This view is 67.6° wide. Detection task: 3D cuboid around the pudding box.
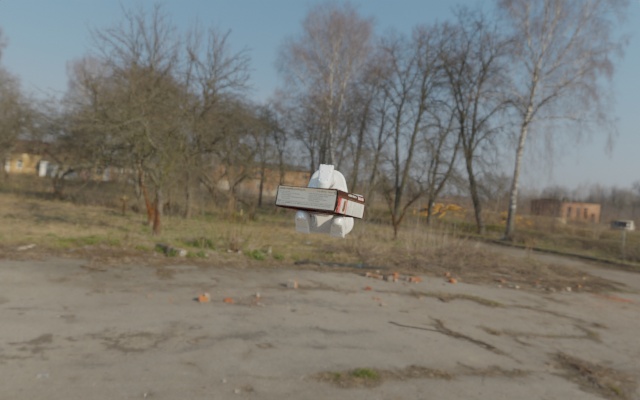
[{"bbox_3d":[0.000,0.002,0.744,0.113,0.039,0.090,3,-5,33],"label":"pudding box"}]
